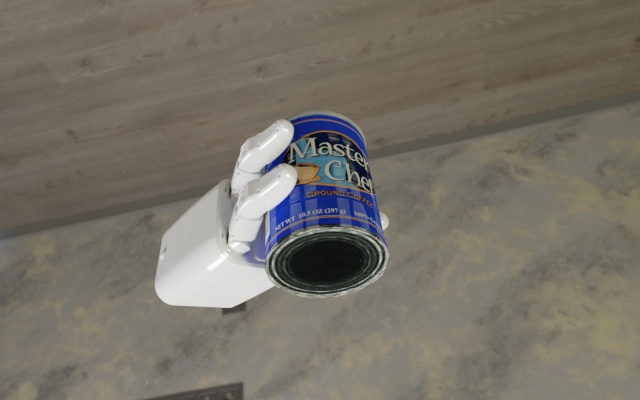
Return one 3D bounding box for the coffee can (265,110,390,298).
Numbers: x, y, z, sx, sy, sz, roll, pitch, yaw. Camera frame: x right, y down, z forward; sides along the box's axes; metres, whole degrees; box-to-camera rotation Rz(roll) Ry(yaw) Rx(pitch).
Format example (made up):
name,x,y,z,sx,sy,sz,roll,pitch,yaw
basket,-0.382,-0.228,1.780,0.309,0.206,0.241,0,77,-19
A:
name,x,y,z,sx,sy,sz,roll,pitch,yaw
coffee can,0.000,0.001,0.435,0.103,0.140,0.103,-3,-41,-3
